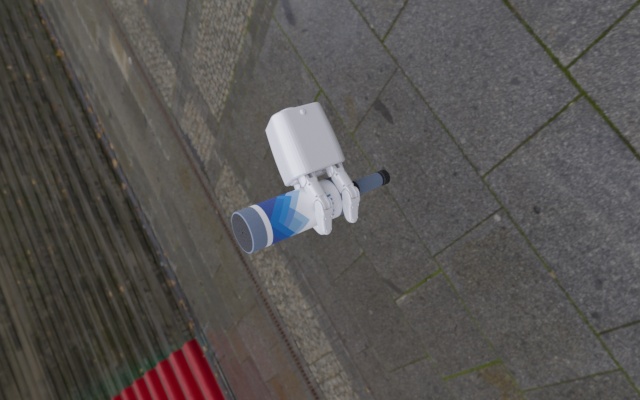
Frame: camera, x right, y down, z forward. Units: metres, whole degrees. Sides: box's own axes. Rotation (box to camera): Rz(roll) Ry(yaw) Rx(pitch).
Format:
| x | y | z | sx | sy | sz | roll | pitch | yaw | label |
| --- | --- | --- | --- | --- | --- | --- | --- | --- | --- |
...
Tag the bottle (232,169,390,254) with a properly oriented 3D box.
| x | y | z | sx | sy | sz | roll | pitch | yaw | label |
| --- | --- | --- | --- | --- | --- | --- | --- | --- | --- |
| 0.000 | 0.003 | 0.787 | 0.295 | 0.069 | 0.069 | -21 | 11 | -31 | bottle |
